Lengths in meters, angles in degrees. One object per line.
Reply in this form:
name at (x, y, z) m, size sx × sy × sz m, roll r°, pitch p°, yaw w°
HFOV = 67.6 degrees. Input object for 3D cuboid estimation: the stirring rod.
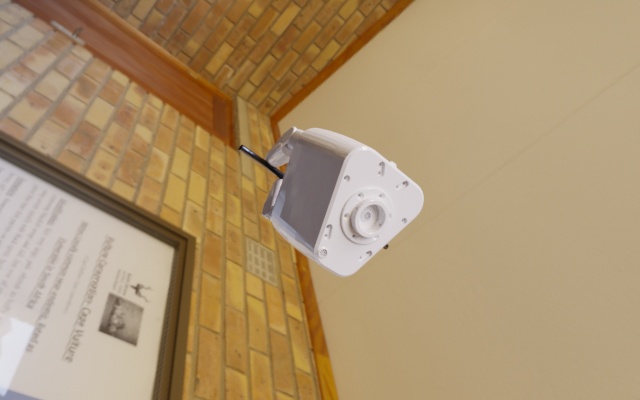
stirring rod at (0.000, 0.002, 0.580) m, size 0.239 × 0.011 × 0.011 m, roll 34°, pitch -18°, yaw -28°
